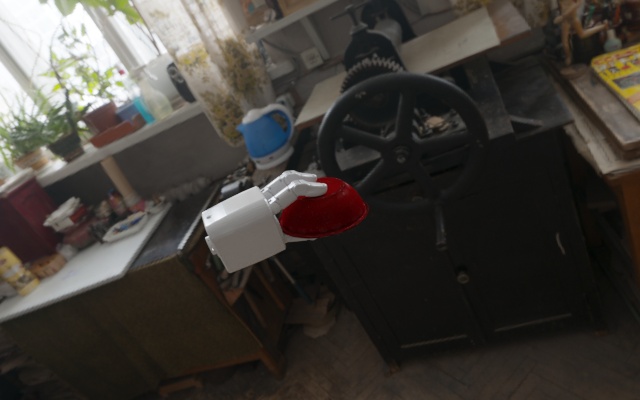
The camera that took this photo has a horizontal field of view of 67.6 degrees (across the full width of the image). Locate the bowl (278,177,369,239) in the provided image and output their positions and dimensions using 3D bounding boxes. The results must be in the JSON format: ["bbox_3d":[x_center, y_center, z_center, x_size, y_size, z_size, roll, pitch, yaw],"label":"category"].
[{"bbox_3d":[0.001,0.002,0.827,0.162,0.055,0.162,-9,24,4],"label":"bowl"}]
